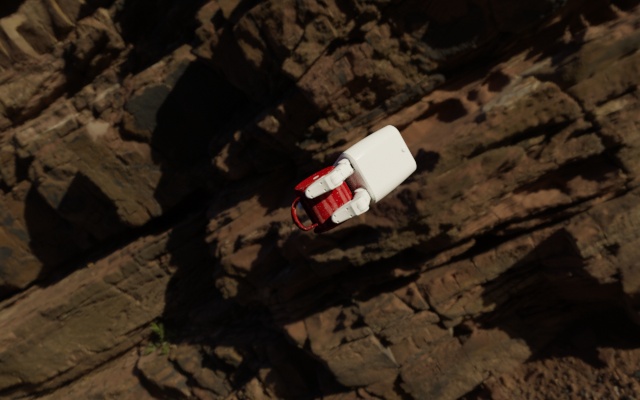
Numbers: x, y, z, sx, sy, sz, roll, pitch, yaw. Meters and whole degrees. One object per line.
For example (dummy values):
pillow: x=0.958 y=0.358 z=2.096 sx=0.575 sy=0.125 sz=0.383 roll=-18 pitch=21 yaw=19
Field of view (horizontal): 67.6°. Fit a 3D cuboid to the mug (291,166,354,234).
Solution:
mug: x=-0.001 y=0.003 z=0.789 sx=0.117 sy=0.081 sz=0.093 roll=-35 pitch=11 yaw=-23
